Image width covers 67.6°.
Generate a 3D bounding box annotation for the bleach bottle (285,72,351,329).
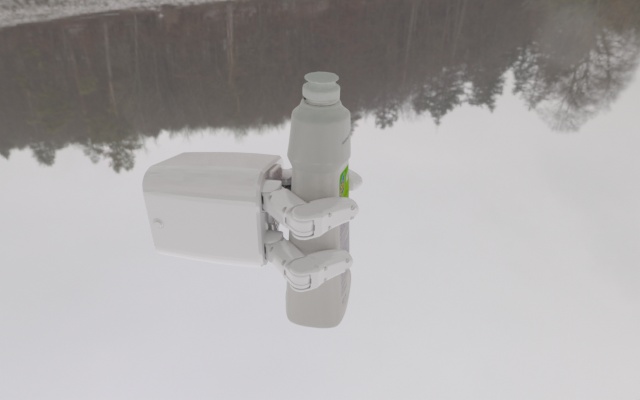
[{"bbox_3d":[0.000,0.002,0.461,0.068,0.251,0.102,5,32,6],"label":"bleach bottle"}]
